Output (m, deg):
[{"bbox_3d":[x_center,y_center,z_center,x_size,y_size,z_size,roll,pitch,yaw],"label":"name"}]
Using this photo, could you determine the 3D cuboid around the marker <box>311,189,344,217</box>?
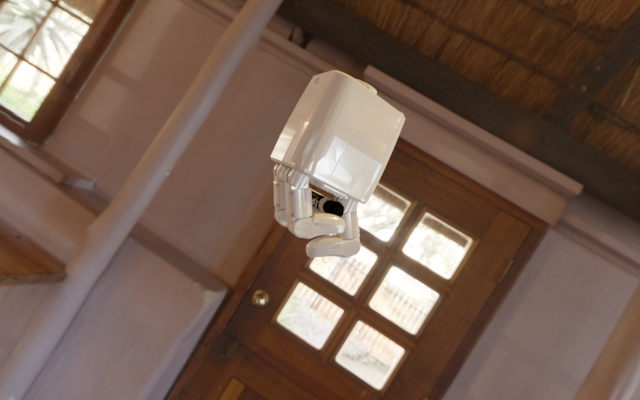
[{"bbox_3d":[0.000,0.002,0.556,0.020,0.020,0.121,0,9,-17],"label":"marker"}]
